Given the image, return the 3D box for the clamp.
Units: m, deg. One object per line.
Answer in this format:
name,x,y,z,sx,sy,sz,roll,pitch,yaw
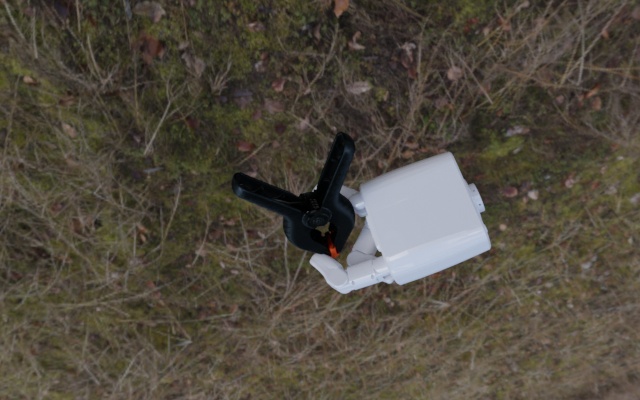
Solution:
clamp,0.000,0.002,0.493,0.120,0.039,0.171,-22,-37,13
